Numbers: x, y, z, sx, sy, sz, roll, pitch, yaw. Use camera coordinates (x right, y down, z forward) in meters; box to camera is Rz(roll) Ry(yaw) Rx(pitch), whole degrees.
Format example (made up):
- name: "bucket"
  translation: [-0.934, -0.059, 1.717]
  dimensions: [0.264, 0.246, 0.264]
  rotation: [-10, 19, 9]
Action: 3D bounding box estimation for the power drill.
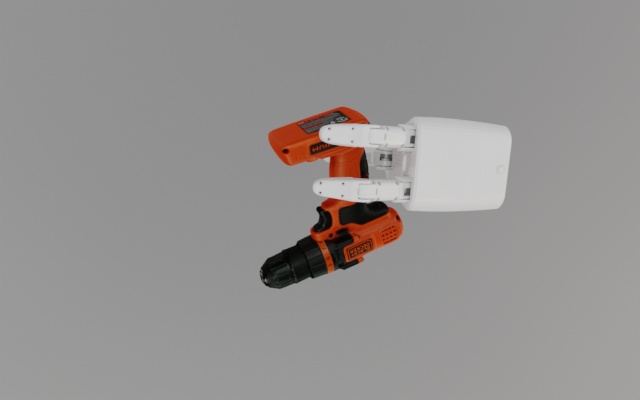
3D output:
- name: "power drill"
  translation: [0.000, 0.001, 0.541]
  dimensions: [0.184, 0.188, 0.057]
  rotation: [-23, 35, -14]
